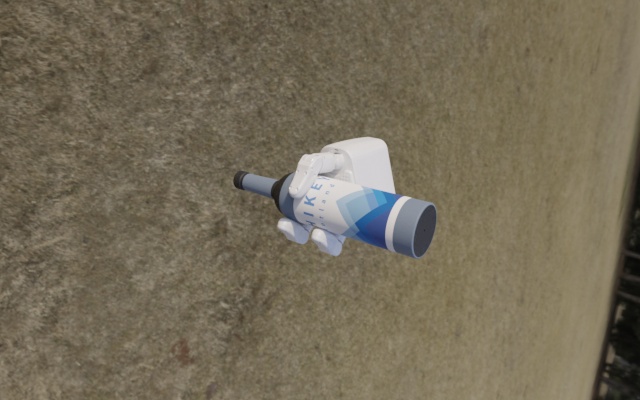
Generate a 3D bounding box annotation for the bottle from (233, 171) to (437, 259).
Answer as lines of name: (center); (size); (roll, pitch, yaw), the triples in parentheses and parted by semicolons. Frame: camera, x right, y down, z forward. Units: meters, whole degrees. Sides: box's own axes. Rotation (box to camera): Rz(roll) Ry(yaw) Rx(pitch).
bottle: (0.000, 0.002, 0.623); (0.295, 0.069, 0.069); (15, 8, 33)
